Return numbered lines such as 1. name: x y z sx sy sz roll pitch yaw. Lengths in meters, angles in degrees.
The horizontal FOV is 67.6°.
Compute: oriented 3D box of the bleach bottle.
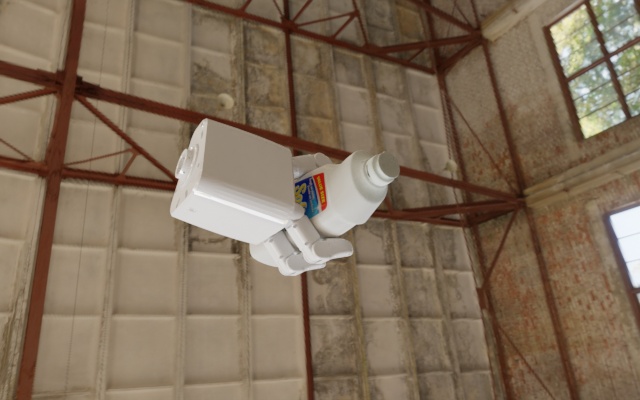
1. bleach bottle: 0.000 0.002 0.567 0.068 0.102 0.251 22 -32 -26
